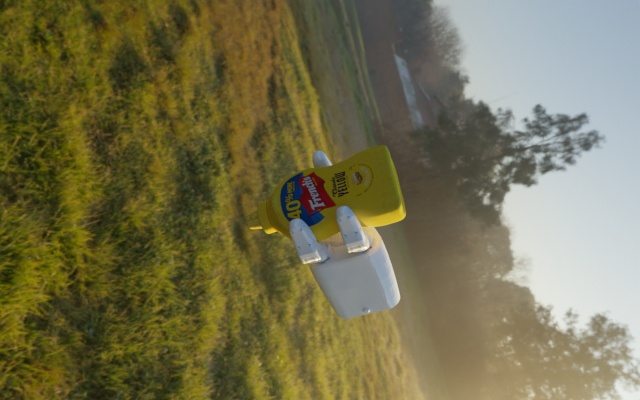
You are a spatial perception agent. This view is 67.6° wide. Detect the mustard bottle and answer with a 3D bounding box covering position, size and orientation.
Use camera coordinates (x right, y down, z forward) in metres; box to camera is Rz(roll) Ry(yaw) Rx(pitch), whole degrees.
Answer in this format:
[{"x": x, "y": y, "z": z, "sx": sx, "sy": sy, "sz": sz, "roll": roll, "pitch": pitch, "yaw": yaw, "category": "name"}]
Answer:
[{"x": 0.000, "y": 0.002, "z": 0.579, "sx": 0.191, "sy": 0.096, "sz": 0.058, "roll": -16, "pitch": -33, "yaw": 13, "category": "mustard bottle"}]
